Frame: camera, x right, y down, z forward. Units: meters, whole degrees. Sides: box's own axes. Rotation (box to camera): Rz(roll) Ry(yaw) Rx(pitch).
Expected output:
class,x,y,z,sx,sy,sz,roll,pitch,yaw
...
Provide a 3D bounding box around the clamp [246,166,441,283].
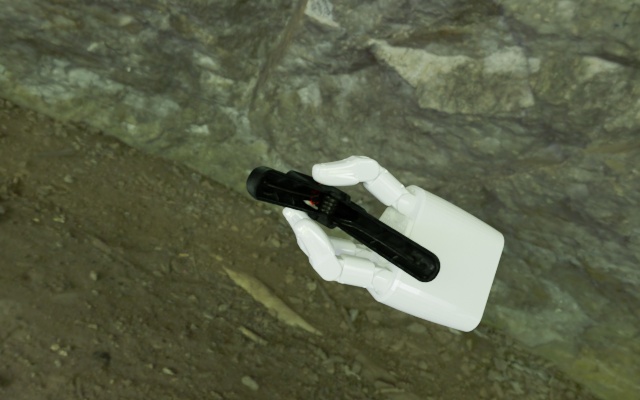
class,x,y,z,sx,sy,sz,roll,pitch,yaw
clamp,0.001,0.001,0.440,0.164,0.036,0.210,28,5,-18
